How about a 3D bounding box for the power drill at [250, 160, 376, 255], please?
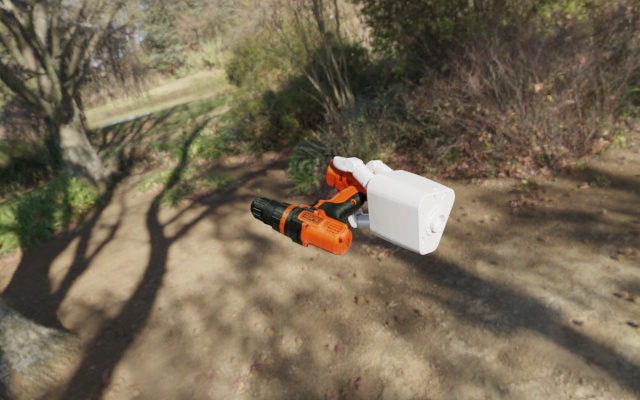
[{"bbox_3d":[0.001,0.002,0.810,0.184,0.057,0.187,22,45,24],"label":"power drill"}]
